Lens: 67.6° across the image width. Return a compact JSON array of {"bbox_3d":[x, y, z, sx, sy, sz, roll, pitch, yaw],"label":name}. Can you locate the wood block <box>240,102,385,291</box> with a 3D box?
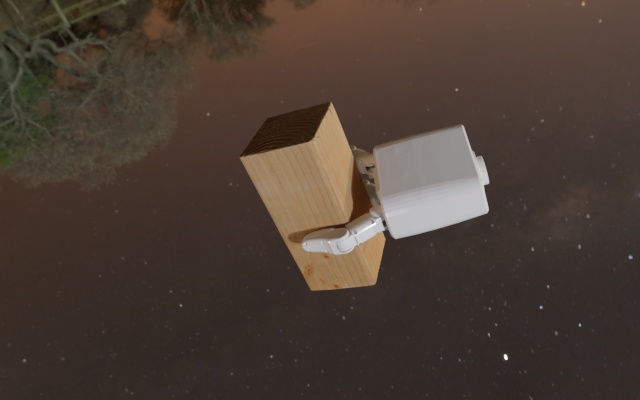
[{"bbox_3d":[0.000,0.002,0.571,0.090,0.206,0.090,-9,33,24],"label":"wood block"}]
